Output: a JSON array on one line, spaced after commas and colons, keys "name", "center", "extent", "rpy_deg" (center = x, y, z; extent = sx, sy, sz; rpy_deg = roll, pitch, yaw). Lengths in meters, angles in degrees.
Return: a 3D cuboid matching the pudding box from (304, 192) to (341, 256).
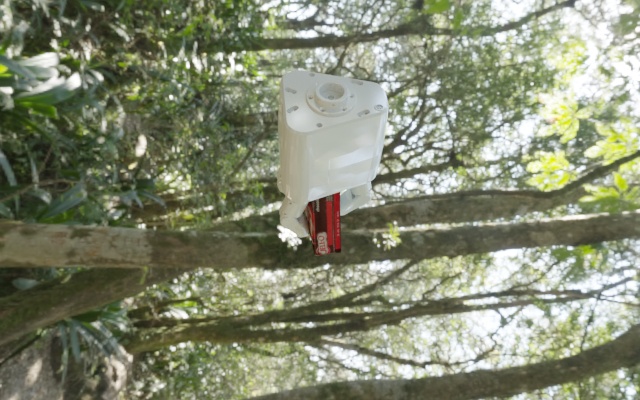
[{"name": "pudding box", "center": [0.000, 0.002, 0.601], "extent": [0.039, 0.090, 0.113], "rpy_deg": [-4, 27, -5]}]
